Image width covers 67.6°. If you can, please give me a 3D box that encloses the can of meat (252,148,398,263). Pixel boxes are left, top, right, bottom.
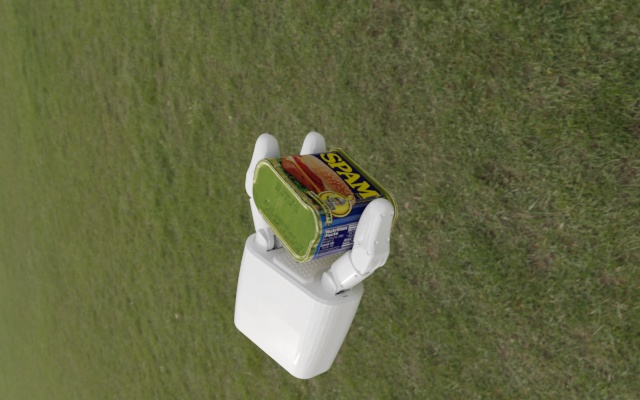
[{"bbox_3d":[0.000,0.001,0.409,0.084,0.057,0.102,-10,43,-37],"label":"can of meat"}]
